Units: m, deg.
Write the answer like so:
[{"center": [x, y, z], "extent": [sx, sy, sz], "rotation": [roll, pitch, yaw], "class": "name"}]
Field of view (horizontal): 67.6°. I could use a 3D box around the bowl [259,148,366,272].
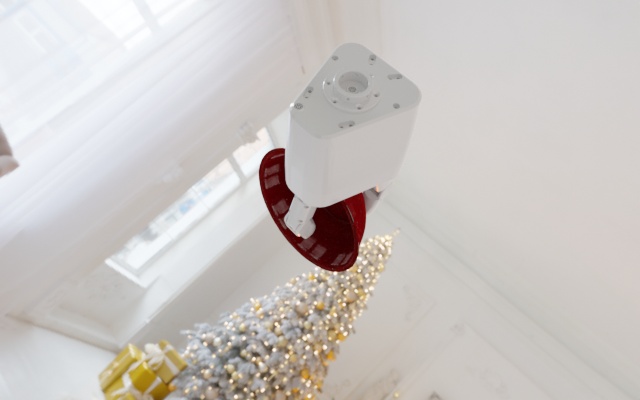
[{"center": [0.000, 0.002, 0.557], "extent": [0.055, 0.162, 0.162], "rotation": [-35, 20, -32], "class": "bowl"}]
